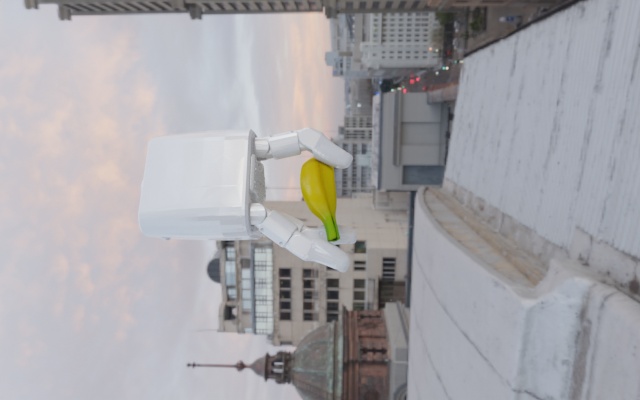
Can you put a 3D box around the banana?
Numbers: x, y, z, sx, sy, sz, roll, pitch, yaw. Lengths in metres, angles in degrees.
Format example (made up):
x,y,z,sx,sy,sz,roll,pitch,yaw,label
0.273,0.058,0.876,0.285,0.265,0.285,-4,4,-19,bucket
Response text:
x,y,z,sx,sy,sz,roll,pitch,yaw,label
-0.002,-0.015,0.530,0.037,0.070,0.197,-5,14,2,banana
